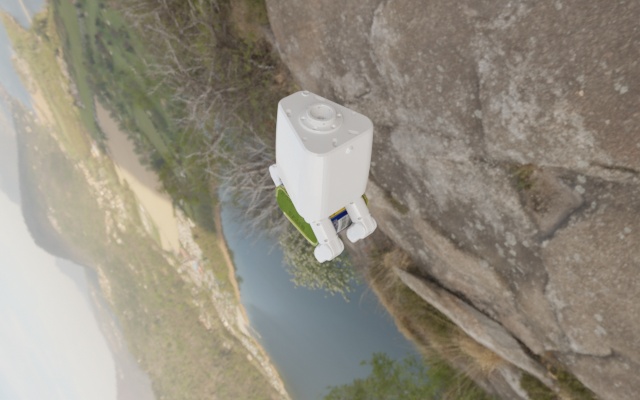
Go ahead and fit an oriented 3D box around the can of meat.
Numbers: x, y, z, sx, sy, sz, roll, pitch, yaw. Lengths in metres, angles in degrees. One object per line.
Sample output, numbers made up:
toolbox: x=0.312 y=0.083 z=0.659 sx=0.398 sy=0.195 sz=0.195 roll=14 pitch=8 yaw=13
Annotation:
can of meat: x=0.000 y=0.002 z=0.647 sx=0.084 sy=0.102 sz=0.057 roll=-31 pitch=-28 yaw=-27
